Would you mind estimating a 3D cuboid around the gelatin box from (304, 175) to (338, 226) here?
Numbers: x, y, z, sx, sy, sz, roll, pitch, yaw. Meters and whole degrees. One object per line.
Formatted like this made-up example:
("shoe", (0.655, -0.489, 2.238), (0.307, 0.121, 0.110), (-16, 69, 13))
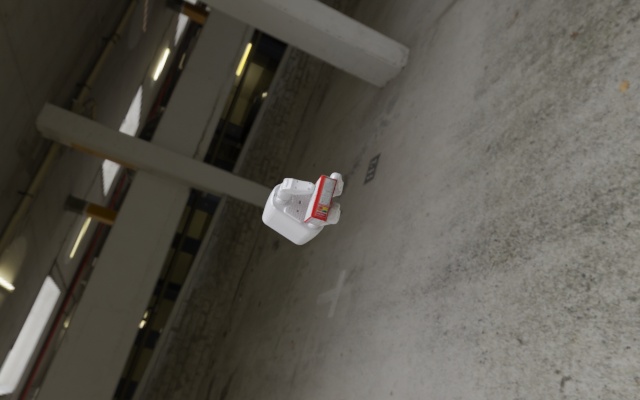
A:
("gelatin box", (0.000, 0.002, 0.816), (0.030, 0.073, 0.089), (17, -11, -6))
